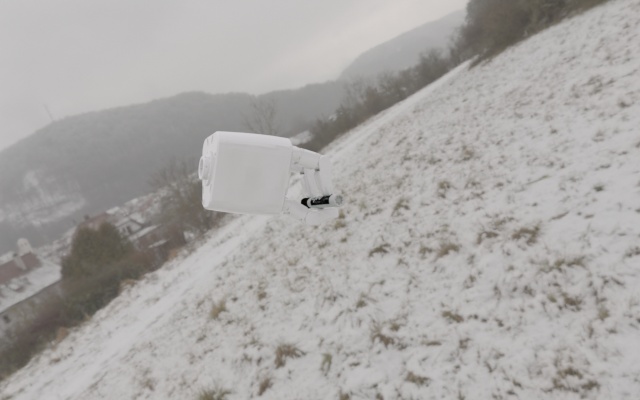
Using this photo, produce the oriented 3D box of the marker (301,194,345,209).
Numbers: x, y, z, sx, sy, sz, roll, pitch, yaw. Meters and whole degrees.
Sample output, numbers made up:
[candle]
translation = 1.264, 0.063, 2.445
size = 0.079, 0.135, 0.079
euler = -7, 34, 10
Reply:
[marker]
translation = 0.000, 0.002, 0.717
size = 0.020, 0.020, 0.121
euler = 0, -2, -26
